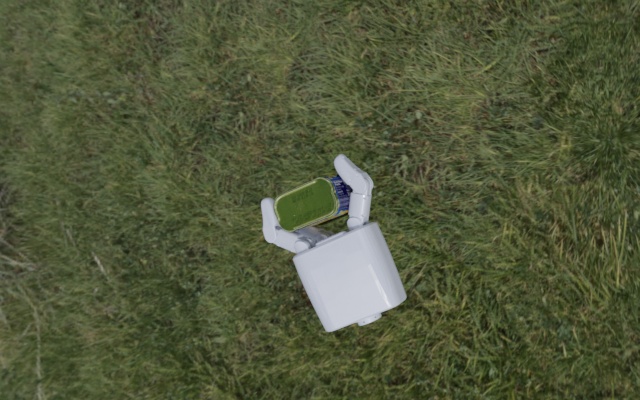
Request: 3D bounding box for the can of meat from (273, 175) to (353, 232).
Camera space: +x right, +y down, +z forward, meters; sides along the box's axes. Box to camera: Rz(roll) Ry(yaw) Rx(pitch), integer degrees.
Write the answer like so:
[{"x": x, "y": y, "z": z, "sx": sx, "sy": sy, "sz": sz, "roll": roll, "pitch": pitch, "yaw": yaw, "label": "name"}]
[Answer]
[{"x": 0.000, "y": 0.002, "z": 0.636, "sx": 0.102, "sy": 0.057, "sz": 0.084, "roll": -23, "pitch": -5, "yaw": 31, "label": "can of meat"}]
